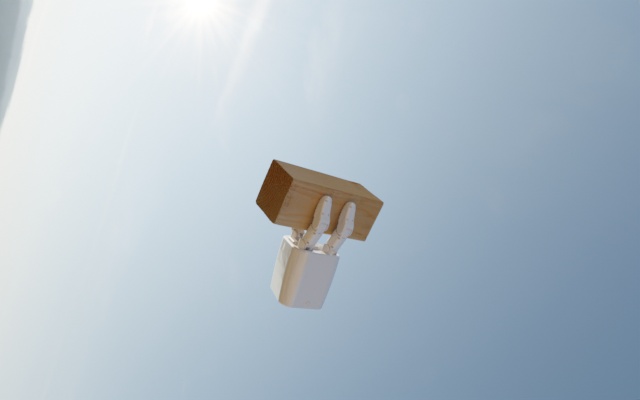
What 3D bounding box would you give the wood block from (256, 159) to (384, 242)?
[{"bbox_3d":[0.000,0.003,0.876,0.206,0.090,0.090,14,18,-36],"label":"wood block"}]
